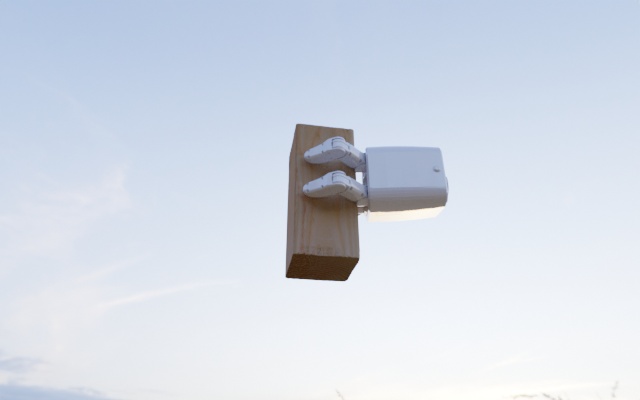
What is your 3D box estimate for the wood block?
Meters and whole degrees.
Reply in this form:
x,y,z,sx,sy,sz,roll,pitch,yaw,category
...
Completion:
x,y,z,sx,sy,sz,roll,pitch,yaw,category
0.000,0.002,0.686,0.090,0.206,0.091,5,-30,-8,wood block
